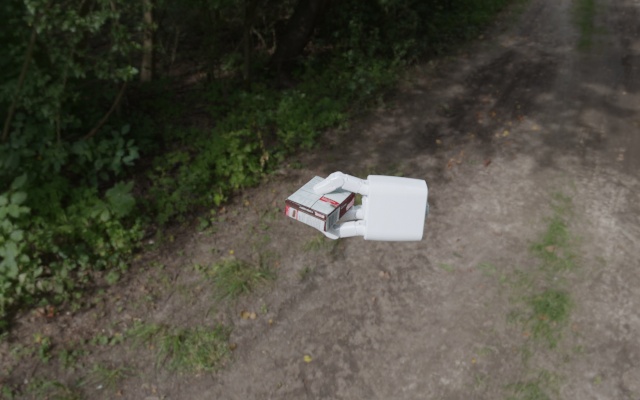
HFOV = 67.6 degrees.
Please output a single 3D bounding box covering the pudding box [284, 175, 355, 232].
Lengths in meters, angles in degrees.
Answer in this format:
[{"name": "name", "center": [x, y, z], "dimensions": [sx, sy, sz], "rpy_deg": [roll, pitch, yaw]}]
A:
[{"name": "pudding box", "center": [0.000, 0.003, 0.878], "dimensions": [0.090, 0.039, 0.113], "rpy_deg": [21, 34, 22]}]
